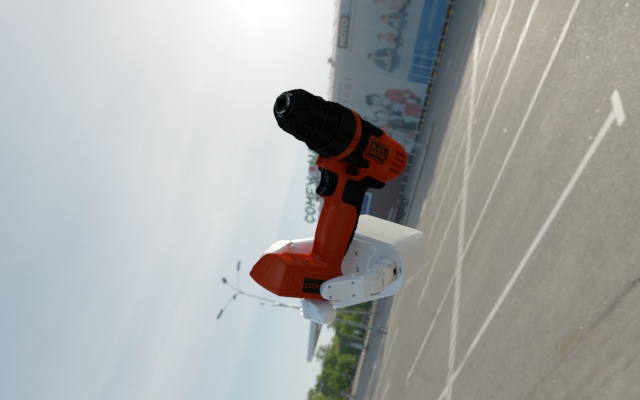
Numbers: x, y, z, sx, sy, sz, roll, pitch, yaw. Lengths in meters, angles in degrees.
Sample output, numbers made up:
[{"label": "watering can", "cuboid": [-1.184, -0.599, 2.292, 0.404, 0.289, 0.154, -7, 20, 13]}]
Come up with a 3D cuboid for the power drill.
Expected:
[{"label": "power drill", "cuboid": [0.000, 0.002, 0.468, 0.184, 0.187, 0.057, 19, 6, -47]}]
